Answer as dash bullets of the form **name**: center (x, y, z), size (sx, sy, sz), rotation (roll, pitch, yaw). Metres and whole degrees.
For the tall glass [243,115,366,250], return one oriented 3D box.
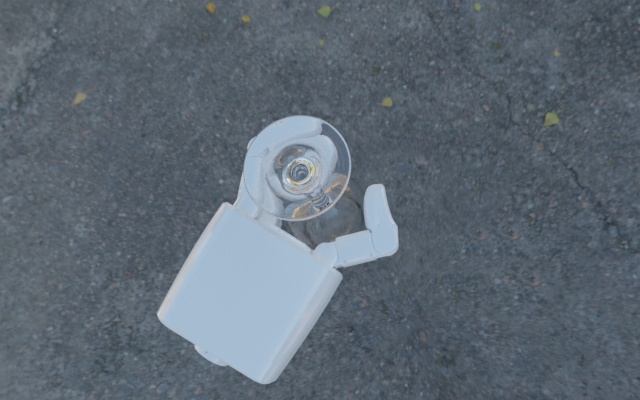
- **tall glass**: center (0.000, 0.001, 0.414), size (0.079, 0.079, 0.201), rotation (0, -14, 10)
